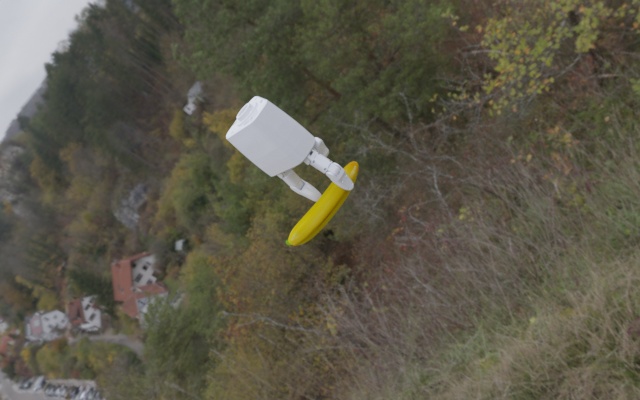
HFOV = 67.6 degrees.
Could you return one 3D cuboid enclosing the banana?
[{"bbox_3d":[0.002,0.012,0.837,0.037,0.198,0.069,38,9,-25],"label":"banana"}]
